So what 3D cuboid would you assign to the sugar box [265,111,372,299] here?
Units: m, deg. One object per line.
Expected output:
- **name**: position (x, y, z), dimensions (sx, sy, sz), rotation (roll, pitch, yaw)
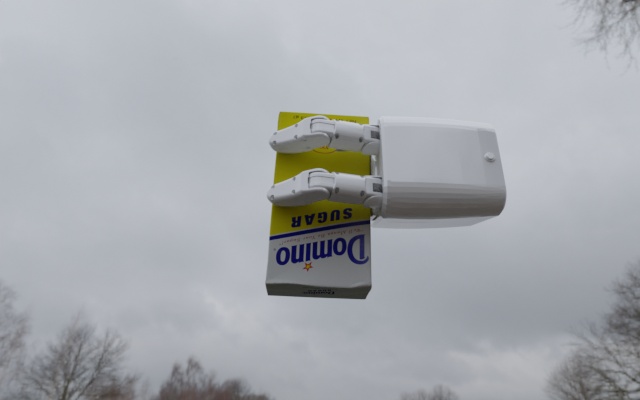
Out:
- **sugar box**: position (0.000, 0.001, 0.452), dimensions (0.093, 0.176, 0.048), rotation (2, -27, -3)
